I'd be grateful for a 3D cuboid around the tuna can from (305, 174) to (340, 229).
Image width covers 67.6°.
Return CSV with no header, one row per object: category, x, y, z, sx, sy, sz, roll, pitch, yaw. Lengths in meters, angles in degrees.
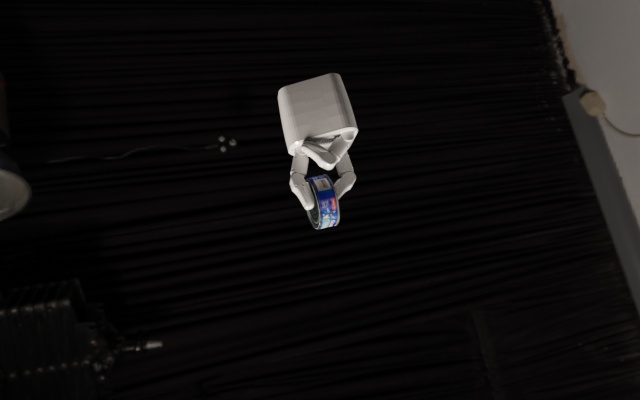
tuna can,0.000,0.003,0.774,0.034,0.086,0.086,-13,3,-16
